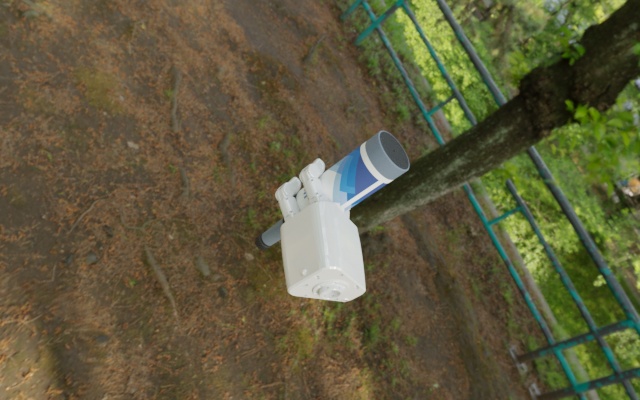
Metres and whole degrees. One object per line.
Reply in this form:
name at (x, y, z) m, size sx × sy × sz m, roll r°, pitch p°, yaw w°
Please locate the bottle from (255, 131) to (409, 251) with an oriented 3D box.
bottle at (0.000, 0.002, 0.736) m, size 0.296 × 0.069 × 0.069 m, roll -35°, pitch -21°, yaw 32°
